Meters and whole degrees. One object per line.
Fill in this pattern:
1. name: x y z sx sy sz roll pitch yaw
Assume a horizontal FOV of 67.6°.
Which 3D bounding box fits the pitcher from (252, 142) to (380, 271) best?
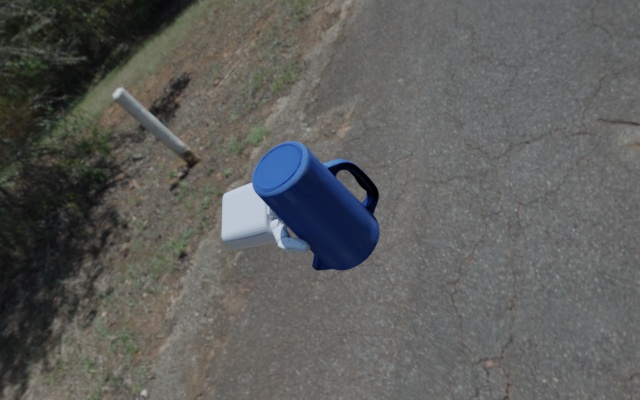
1. pitcher: 0.000 0.003 0.825 0.145 0.149 0.243 -16 -41 26
